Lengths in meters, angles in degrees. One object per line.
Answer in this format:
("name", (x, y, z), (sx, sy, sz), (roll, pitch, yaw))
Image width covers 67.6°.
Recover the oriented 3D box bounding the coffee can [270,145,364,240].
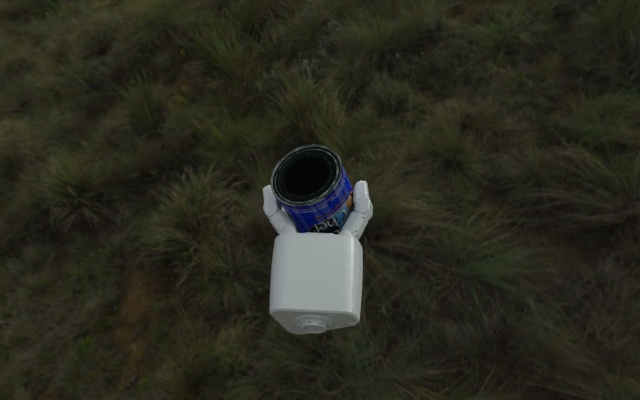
("coffee can", (0.000, 0.002, 0.697), (0.103, 0.102, 0.140), (0, -33, 20))
